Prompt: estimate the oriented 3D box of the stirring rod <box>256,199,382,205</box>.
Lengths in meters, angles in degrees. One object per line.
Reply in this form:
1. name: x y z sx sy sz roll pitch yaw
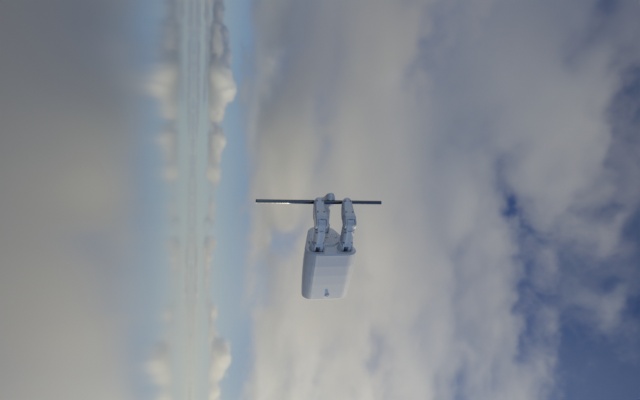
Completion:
1. stirring rod: 0.000 0.003 0.888 0.239 0.011 0.011 1 0 -15
